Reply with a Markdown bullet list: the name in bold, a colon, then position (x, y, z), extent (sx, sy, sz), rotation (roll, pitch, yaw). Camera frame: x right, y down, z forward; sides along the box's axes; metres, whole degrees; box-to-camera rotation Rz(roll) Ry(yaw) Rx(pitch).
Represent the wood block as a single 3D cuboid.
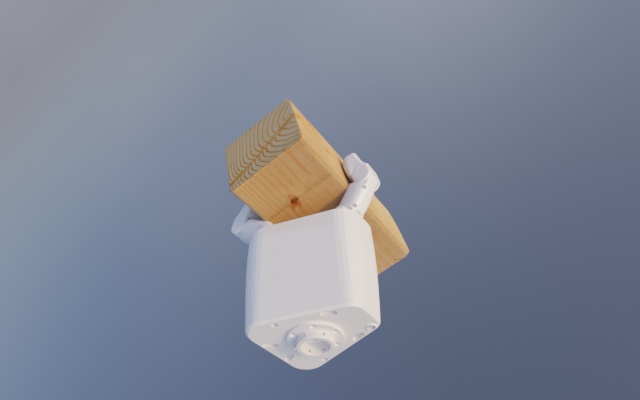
- **wood block**: position (0.000, 0.002, 0.534), extent (0.091, 0.090, 0.206), rotation (-36, -54, 13)
